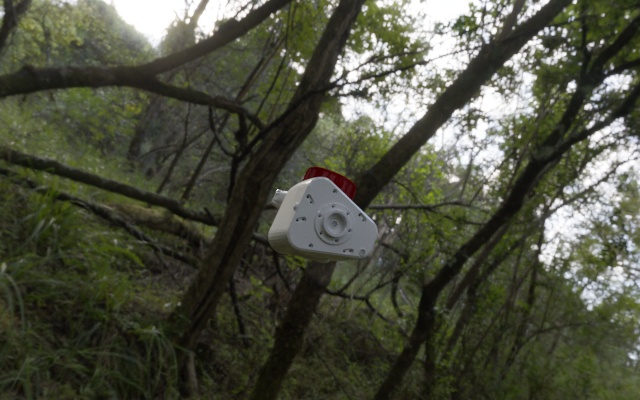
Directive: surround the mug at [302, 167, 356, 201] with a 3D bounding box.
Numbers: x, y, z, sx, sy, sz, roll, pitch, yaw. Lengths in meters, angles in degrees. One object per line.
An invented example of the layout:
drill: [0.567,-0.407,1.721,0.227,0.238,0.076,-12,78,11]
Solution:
mug: [0.000,0.002,0.732,0.093,0.081,0.117,26,-12,-14]
